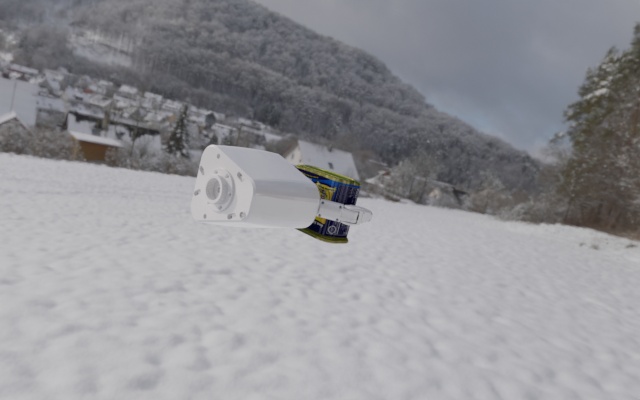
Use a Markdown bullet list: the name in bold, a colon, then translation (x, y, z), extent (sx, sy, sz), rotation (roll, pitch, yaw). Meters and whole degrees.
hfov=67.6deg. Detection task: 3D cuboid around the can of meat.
- **can of meat**: translation (0.000, 0.002, 0.644), extent (0.102, 0.084, 0.057), rotation (22, 10, 42)
